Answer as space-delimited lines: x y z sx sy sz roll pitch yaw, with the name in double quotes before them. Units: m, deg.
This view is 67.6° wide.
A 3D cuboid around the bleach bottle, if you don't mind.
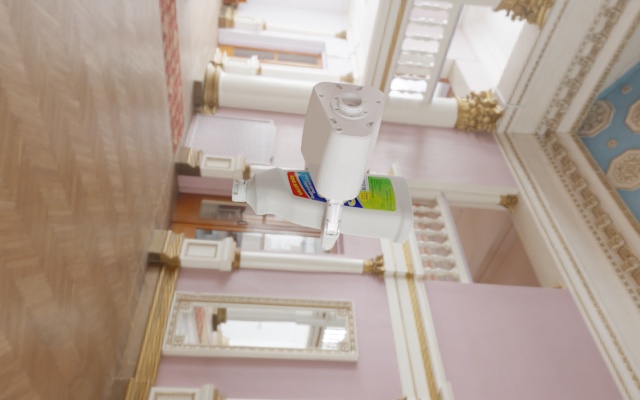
"bleach bottle" 0.000 0.002 0.686 0.251 0.102 0.068 5 -41 -6
